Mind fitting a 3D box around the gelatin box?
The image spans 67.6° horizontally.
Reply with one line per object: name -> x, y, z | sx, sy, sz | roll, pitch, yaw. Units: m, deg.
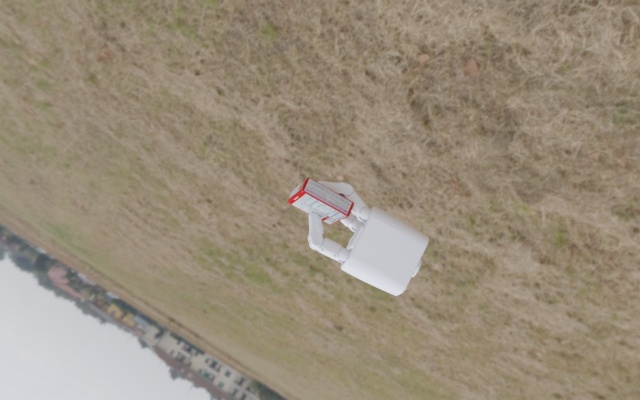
gelatin box -> 0.000, 0.003, 0.782 | 0.089, 0.030, 0.073 | 28, -23, -14
